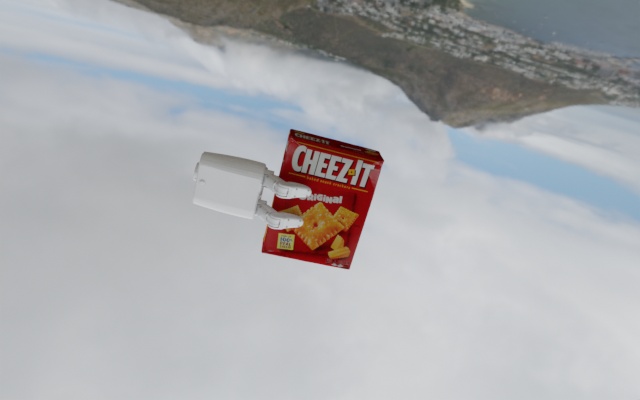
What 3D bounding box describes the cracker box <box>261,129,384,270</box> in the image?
[{"bbox_3d":[0.000,0.003,0.830,0.164,0.214,0.072,13,19,-8],"label":"cracker box"}]
